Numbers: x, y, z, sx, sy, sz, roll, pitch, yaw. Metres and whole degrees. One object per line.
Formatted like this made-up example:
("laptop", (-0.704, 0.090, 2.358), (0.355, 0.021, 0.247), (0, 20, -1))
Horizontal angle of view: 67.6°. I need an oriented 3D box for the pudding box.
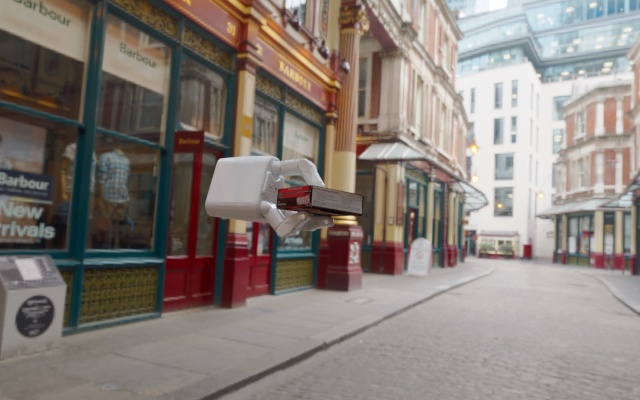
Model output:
("pudding box", (0.000, 0.002, 0.763), (0.113, 0.039, 0.090), (8, -6, -39))
